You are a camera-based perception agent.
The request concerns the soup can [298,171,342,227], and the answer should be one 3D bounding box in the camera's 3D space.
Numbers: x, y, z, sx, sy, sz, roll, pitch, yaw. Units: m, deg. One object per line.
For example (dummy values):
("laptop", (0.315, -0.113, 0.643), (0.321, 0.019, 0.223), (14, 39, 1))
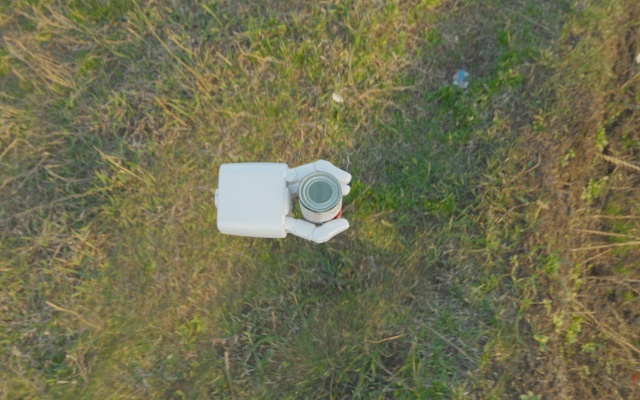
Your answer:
("soup can", (0.001, 0.003, 0.755), (0.068, 0.068, 0.102), (0, -19, 2))
